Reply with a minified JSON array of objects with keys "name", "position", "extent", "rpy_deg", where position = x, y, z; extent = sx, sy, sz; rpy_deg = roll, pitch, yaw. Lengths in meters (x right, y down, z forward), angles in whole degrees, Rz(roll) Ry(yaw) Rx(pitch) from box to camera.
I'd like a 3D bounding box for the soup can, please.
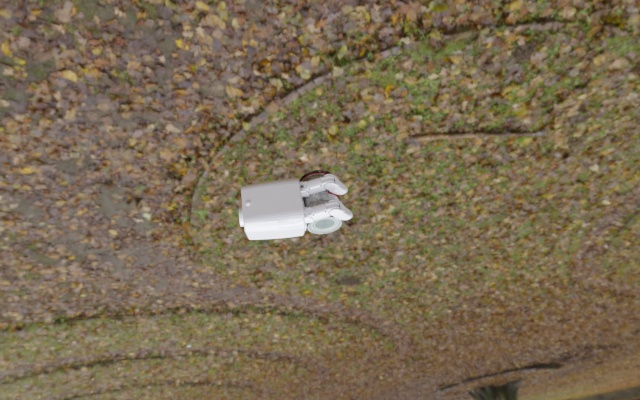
[{"name":"soup can","position":[0.001,0.003,0.896],"extent":[0.068,0.102,0.068],"rpy_deg":[-7,-31,-4]}]
